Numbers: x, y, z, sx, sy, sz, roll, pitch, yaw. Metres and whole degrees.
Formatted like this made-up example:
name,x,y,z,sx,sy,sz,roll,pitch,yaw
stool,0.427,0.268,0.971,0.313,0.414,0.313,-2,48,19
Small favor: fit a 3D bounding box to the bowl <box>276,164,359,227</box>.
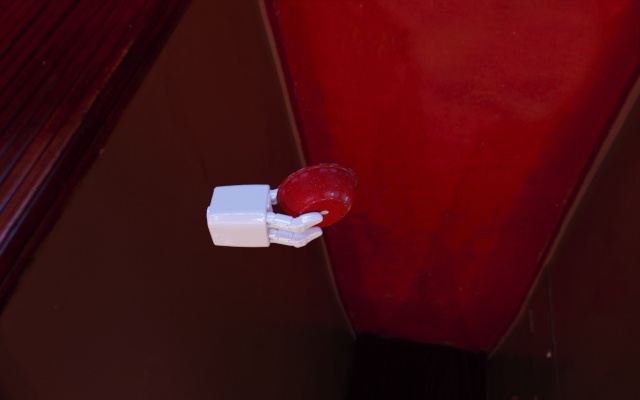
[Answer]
name,x,y,z,sx,sy,sz,roll,pitch,yaw
bowl,0.002,0.003,0.899,0.162,0.055,0.162,-10,-35,-7
